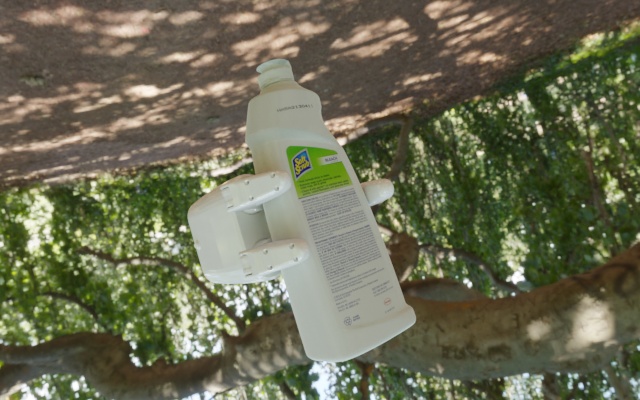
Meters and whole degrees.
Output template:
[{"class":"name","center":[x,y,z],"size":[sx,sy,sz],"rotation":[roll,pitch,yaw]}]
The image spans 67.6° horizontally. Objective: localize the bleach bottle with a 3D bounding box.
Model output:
[{"class":"bleach bottle","center":[0.000,0.001,0.415],"size":[0.102,0.251,0.068],"rotation":[-15,-2,-39]}]
